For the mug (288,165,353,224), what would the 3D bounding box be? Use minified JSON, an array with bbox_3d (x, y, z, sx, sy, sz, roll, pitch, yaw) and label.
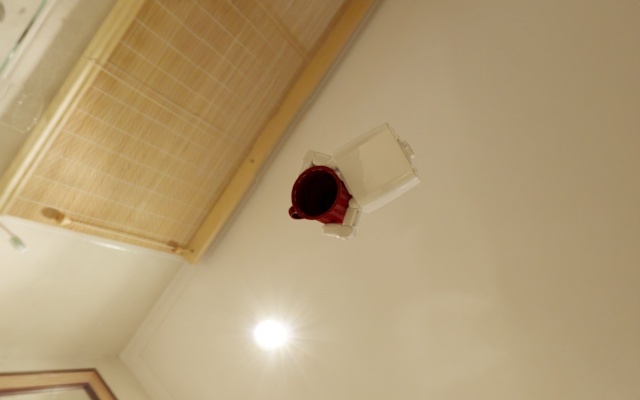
[{"bbox_3d":[-0.001,0.003,0.816,0.117,0.093,0.081,-31,-27,17],"label":"mug"}]
